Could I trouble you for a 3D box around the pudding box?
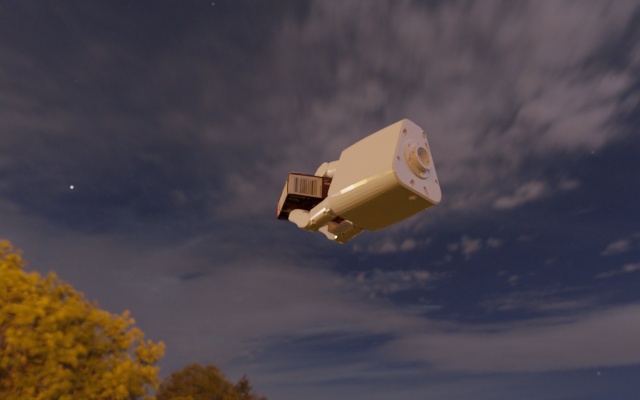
[{"bbox_3d":[0.000,0.002,0.684,0.113,0.039,0.090,10,-28,-11],"label":"pudding box"}]
